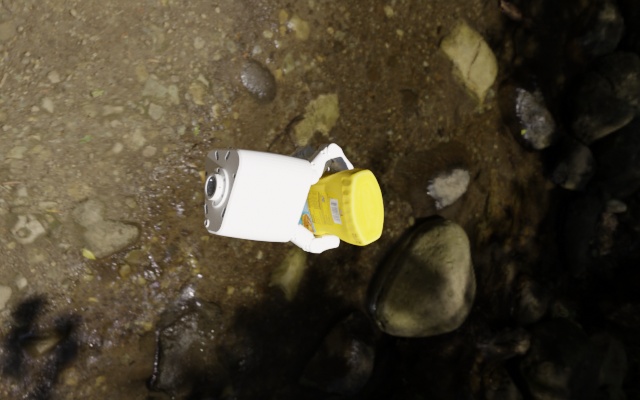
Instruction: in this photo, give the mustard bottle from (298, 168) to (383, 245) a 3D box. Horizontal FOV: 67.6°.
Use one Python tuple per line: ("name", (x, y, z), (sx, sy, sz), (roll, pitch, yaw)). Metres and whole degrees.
("mustard bottle", (0.001, 0.002, 0.671), (0.058, 0.096, 0.191), (-22, 18, -36))
